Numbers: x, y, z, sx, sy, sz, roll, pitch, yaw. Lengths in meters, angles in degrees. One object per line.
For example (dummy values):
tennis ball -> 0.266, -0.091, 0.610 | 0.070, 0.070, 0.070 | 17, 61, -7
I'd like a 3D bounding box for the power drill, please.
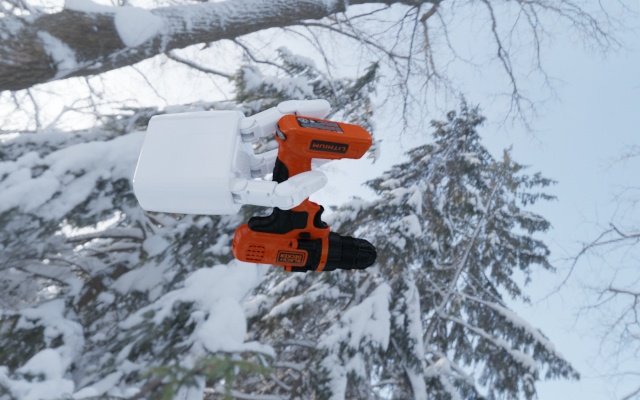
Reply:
power drill -> 0.000, 0.001, 0.563 | 0.184, 0.188, 0.057 | 6, 25, -19
